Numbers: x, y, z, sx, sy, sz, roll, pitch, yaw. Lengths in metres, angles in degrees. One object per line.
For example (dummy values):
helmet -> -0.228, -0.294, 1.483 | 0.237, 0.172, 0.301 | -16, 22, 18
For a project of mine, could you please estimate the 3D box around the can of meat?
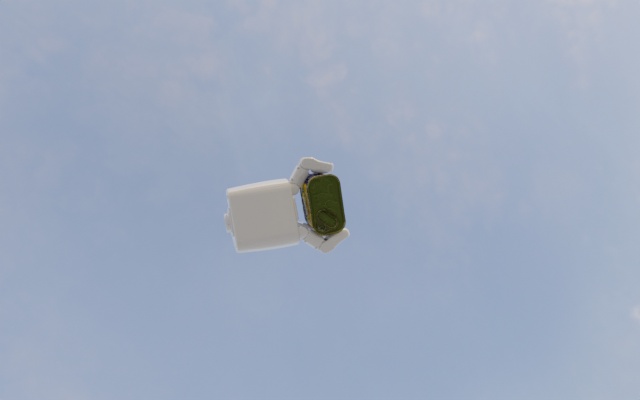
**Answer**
can of meat -> 0.000, 0.003, 0.831 | 0.057, 0.102, 0.084 | -11, 10, -13
